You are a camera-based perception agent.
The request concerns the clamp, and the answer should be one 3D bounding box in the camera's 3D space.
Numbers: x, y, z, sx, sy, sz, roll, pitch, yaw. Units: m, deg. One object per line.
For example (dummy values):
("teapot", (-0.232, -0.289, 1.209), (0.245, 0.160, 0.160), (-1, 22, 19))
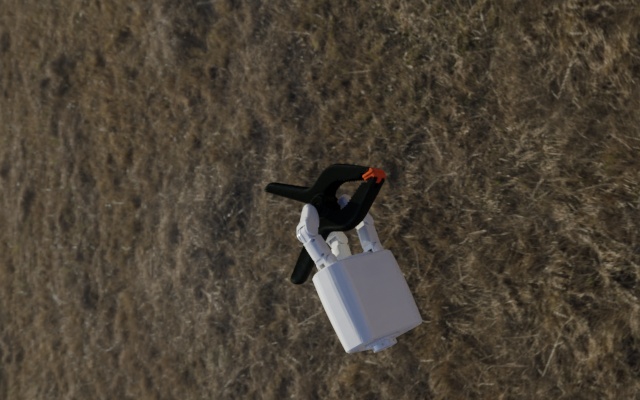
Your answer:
("clamp", (0.000, 0.002, 0.677), (0.036, 0.164, 0.210), (3, -35, -49))
